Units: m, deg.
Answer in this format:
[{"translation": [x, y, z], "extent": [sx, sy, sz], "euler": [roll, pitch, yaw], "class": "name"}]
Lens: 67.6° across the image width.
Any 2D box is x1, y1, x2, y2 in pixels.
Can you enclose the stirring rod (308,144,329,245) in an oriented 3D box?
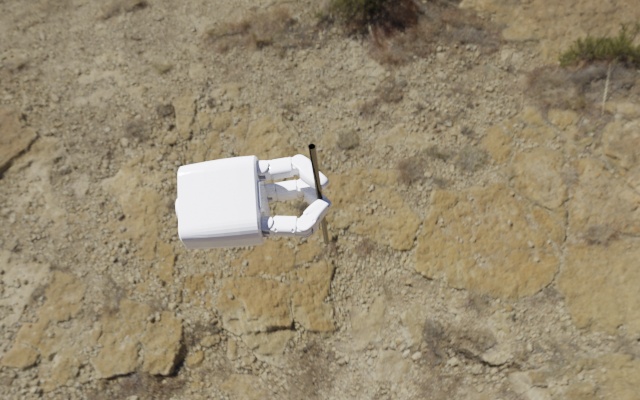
[{"translation": [0.000, 0.002, 0.642], "extent": [0.011, 0.011, 0.240], "euler": [0, -32, 6], "class": "stirring rod"}]
